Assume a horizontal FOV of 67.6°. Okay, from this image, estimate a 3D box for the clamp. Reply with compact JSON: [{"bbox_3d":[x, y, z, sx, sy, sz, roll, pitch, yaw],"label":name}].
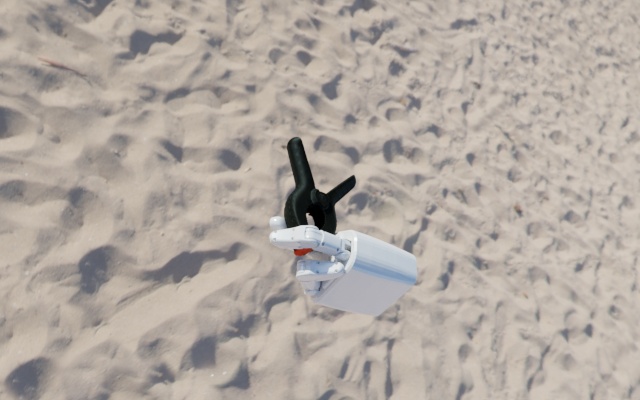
[{"bbox_3d":[0.000,0.002,0.652,0.120,0.171,0.039,21,-35,-25],"label":"clamp"}]
